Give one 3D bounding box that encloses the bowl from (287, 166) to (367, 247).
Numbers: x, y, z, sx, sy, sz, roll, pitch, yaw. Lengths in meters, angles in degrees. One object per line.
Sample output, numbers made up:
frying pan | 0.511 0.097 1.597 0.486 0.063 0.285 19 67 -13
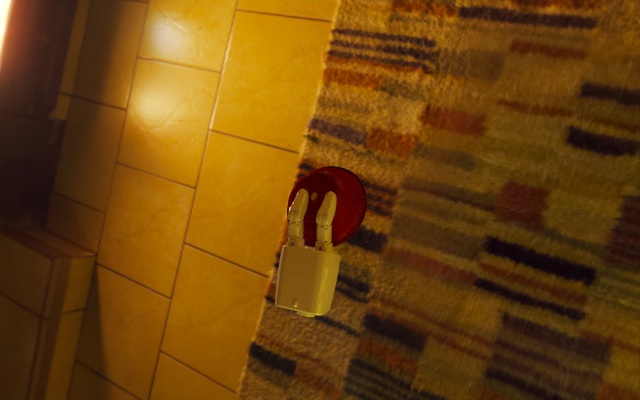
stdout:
bowl | 0.000 0.001 0.864 0.162 0.162 0.055 0 -19 24
